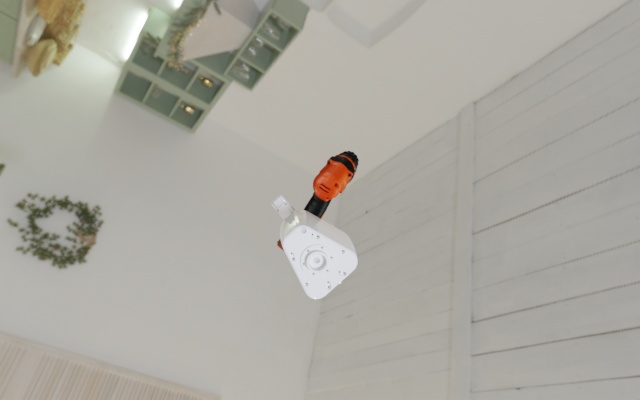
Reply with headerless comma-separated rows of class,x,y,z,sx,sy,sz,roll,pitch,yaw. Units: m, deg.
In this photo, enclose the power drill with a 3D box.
power drill,0.000,0.003,0.857,0.057,0.188,0.184,31,25,6
